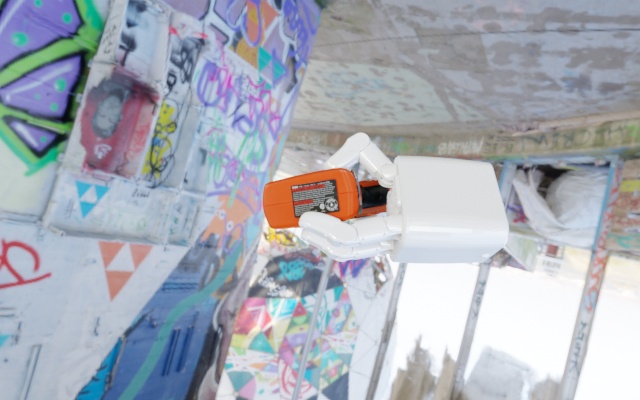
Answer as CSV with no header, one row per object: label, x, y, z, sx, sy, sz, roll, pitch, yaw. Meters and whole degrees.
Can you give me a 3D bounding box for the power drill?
power drill,0.000,0.002,0.589,0.184,0.057,0.187,-11,-3,17
